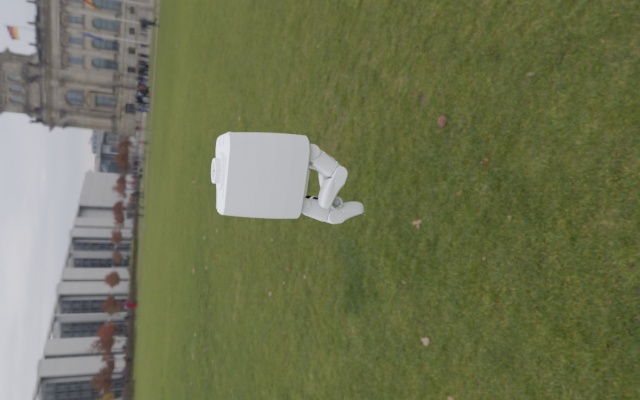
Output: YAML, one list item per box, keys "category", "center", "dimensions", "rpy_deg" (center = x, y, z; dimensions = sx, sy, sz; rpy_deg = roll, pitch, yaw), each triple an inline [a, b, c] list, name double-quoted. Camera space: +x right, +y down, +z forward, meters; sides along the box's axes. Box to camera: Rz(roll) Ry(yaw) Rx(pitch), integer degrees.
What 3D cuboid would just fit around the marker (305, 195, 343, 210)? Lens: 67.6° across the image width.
- category: "marker"
  center: [0.000, 0.002, 0.709]
  dimensions: [0.020, 0.020, 0.121]
  rpy_deg: [0, 1, -22]
